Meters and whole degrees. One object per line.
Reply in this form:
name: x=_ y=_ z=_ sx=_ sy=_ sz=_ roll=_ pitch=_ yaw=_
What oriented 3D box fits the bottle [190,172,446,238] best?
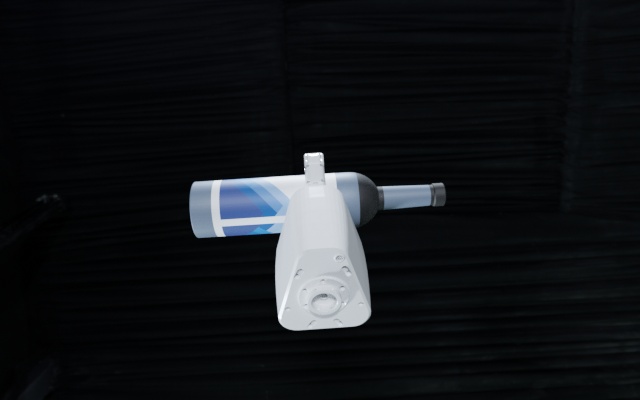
bottle: x=0.000 y=0.002 z=0.569 sx=0.296 sy=0.069 sz=0.069 roll=-4 pitch=0 yaw=-1
